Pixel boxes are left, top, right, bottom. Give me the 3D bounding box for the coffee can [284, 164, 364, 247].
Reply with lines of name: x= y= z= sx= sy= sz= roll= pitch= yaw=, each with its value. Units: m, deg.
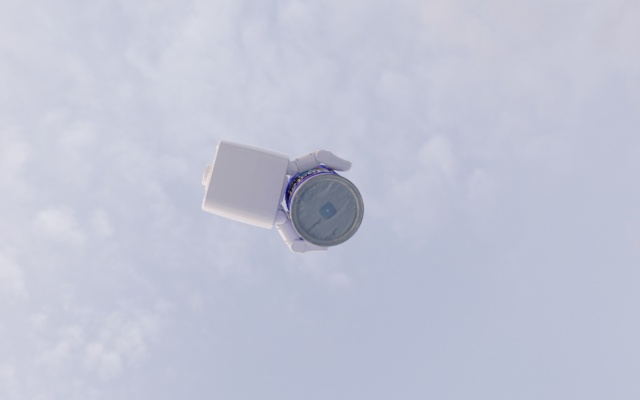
coffee can: x=0.000 y=0.002 z=0.719 sx=0.103 sy=0.103 sz=0.140 roll=0 pitch=10 yaw=-8
